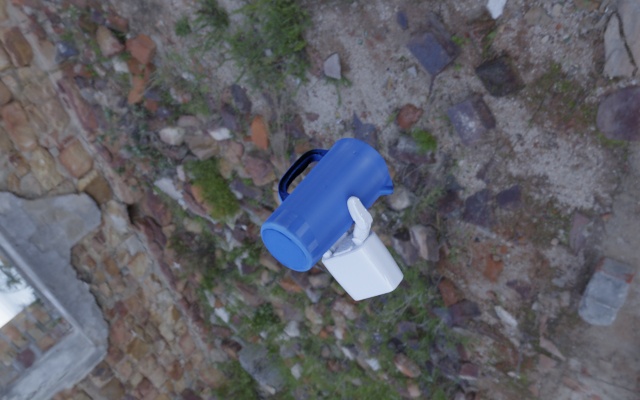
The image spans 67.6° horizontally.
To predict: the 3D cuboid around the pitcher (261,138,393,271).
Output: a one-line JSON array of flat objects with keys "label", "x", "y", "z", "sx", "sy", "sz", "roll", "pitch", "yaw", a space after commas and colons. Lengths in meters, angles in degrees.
[{"label": "pitcher", "x": 0.000, "y": 0.003, "z": 0.849, "sx": 0.242, "sy": 0.145, "sz": 0.149, "roll": -46, "pitch": 18, "yaw": -32}]
